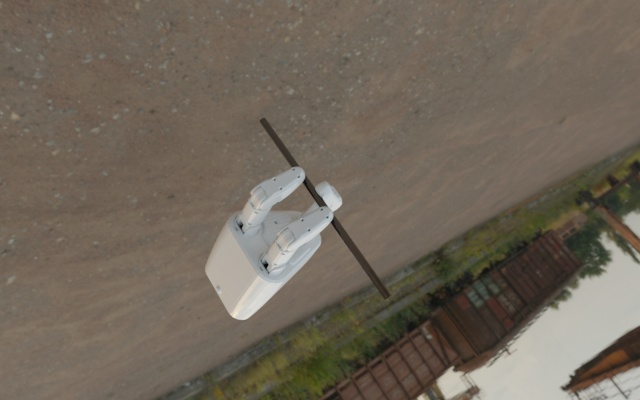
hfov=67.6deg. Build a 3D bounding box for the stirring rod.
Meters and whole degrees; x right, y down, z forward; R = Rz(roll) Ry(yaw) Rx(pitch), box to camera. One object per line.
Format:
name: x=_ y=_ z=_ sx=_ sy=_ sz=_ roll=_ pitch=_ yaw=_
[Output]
stirring rod: x=0.000 y=0.002 z=0.504 sx=0.011 sy=0.239 sz=0.011 roll=-31 pitch=-19 yaw=-12
